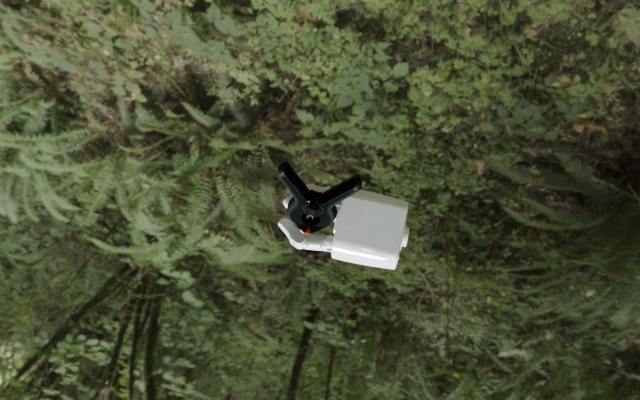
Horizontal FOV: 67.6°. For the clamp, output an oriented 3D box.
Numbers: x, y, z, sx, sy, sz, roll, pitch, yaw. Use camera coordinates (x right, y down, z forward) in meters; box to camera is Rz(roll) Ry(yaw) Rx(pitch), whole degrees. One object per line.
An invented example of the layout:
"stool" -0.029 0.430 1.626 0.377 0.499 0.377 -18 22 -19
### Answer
"clamp" 0.000 0.003 0.732 0.120 0.039 0.172 11 -30 8
